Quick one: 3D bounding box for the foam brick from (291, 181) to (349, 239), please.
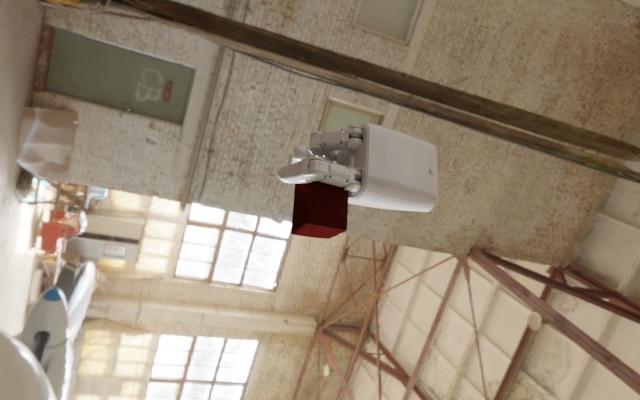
[{"bbox_3d":[0.000,0.002,0.572,0.051,0.078,0.053,12,-21,-23],"label":"foam brick"}]
